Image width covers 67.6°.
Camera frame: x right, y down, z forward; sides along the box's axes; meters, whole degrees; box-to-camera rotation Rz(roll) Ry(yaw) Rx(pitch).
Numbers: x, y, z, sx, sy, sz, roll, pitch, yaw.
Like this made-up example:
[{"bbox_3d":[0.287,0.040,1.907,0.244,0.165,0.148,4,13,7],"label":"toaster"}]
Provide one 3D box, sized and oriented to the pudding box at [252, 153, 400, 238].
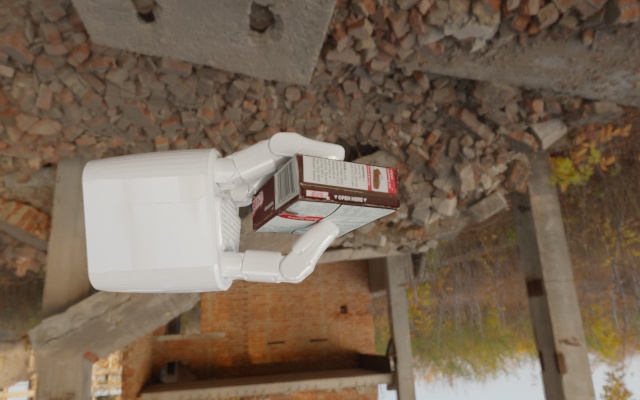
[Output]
[{"bbox_3d":[0.000,0.001,0.406,0.090,0.039,0.113,5,-17,-24],"label":"pudding box"}]
